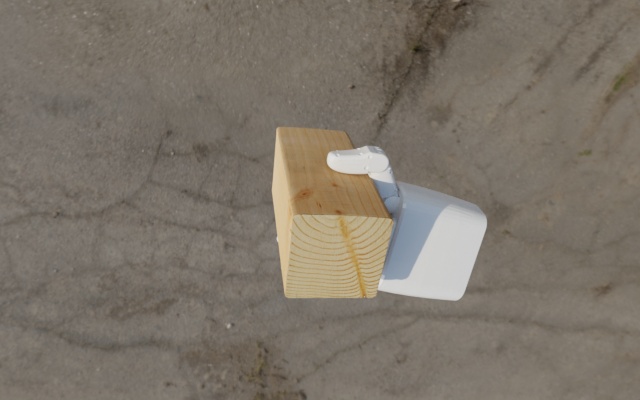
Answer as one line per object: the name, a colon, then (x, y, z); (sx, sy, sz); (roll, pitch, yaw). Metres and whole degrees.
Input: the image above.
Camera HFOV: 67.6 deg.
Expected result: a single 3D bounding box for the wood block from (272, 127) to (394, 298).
wood block: (0.001, 0.001, 0.510); (0.090, 0.091, 0.206); (3, 28, -11)
